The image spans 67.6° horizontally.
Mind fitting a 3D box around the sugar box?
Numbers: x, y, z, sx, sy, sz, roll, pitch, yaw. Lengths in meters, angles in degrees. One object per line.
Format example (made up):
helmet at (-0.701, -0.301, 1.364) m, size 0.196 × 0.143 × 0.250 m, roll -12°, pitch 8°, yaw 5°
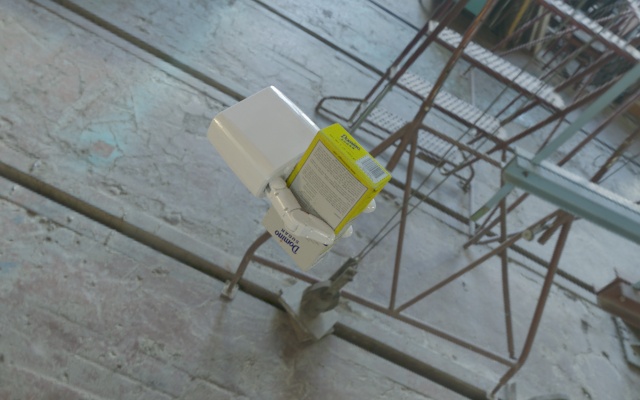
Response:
sugar box at (0.000, 0.002, 0.586) m, size 0.048 × 0.093 × 0.176 m, roll -31°, pitch -16°, yaw -45°
